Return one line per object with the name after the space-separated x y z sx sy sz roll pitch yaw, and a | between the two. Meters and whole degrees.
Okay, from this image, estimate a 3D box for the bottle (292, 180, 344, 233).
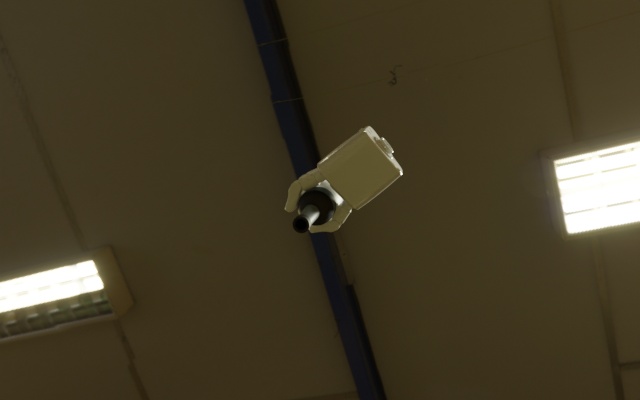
0.000 0.003 0.879 0.069 0.069 0.295 0 14 12 | bottle
